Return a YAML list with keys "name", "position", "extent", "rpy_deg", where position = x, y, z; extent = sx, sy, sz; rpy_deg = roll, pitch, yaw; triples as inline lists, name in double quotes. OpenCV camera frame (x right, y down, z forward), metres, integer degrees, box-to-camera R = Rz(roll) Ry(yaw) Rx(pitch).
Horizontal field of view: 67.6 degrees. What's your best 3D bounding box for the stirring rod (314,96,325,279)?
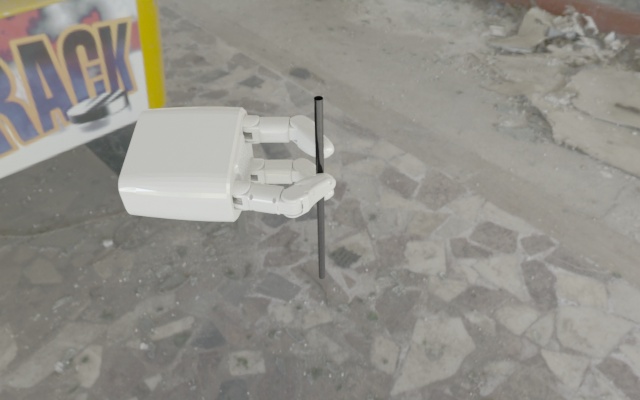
- name: "stirring rod"
  position: [0.000, 0.002, 0.490]
  extent: [0.011, 0.240, 0.011]
  rpy_deg: [-1, 42, 1]
